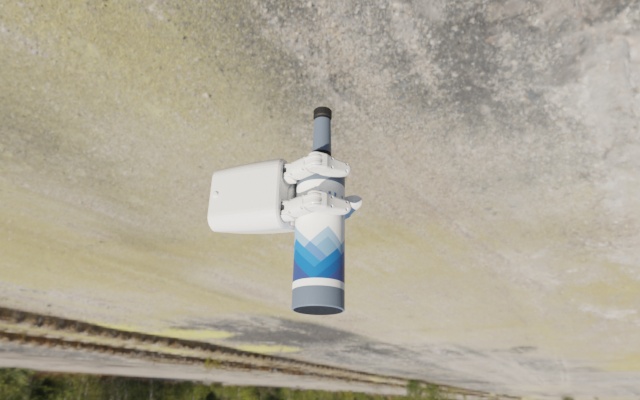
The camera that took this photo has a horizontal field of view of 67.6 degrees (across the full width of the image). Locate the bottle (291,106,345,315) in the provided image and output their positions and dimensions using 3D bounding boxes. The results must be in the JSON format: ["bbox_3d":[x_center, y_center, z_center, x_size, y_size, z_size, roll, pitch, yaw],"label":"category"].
[{"bbox_3d":[0.000,0.002,0.652,0.069,0.295,0.069,1,-23,0],"label":"bottle"}]
